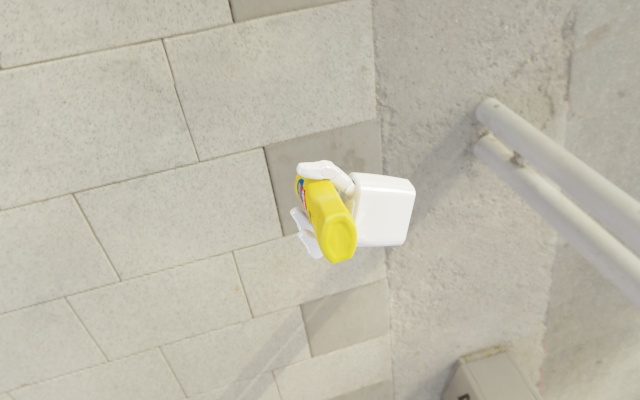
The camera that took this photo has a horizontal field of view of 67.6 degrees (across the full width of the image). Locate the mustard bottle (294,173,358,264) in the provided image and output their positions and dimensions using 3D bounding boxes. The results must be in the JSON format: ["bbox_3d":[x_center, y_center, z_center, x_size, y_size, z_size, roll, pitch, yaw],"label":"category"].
[{"bbox_3d":[0.000,0.003,0.746,0.058,0.096,0.191,-17,39,-8],"label":"mustard bottle"}]
